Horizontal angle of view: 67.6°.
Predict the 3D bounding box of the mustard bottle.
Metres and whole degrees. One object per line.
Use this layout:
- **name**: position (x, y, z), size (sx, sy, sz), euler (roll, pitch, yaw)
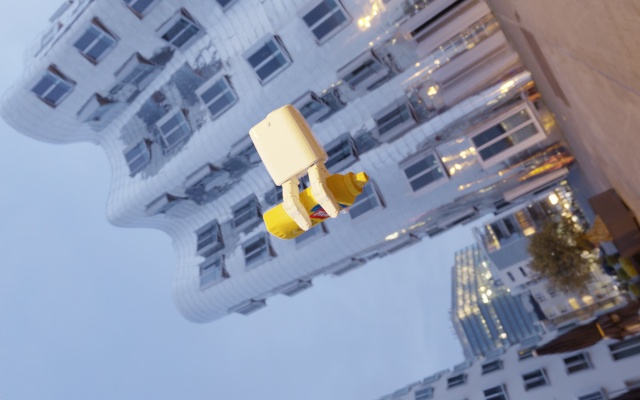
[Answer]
- **mustard bottle**: position (0.000, 0.003, 0.829), size (0.192, 0.058, 0.096), euler (-30, -25, 24)
